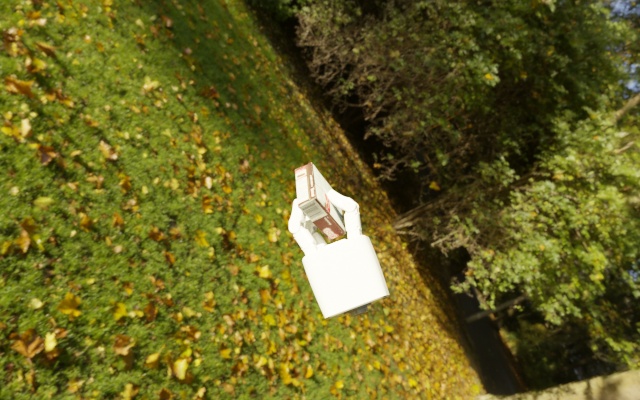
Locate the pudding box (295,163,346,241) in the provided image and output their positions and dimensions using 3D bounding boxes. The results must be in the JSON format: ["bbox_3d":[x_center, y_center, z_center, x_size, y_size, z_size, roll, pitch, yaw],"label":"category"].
[{"bbox_3d":[0.000,0.003,0.835,0.039,0.090,0.114,-24,-46,16],"label":"pudding box"}]
